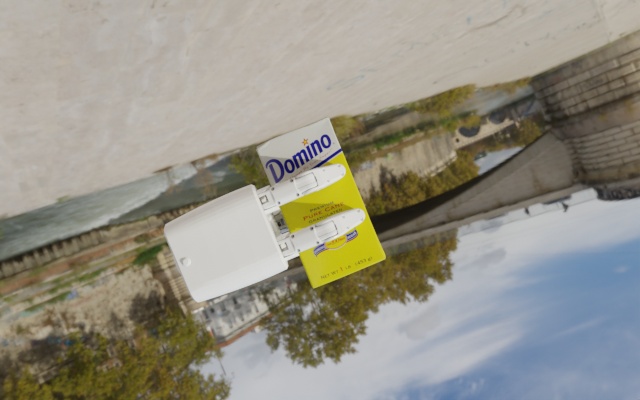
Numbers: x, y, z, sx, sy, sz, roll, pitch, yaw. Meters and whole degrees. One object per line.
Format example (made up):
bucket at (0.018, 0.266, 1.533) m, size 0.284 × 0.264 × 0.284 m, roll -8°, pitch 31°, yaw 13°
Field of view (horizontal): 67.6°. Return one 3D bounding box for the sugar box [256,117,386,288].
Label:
sugar box at (0.000, 0.002, 0.557) m, size 0.093 × 0.176 × 0.048 m, roll -23°, pitch 1°, yaw 0°
